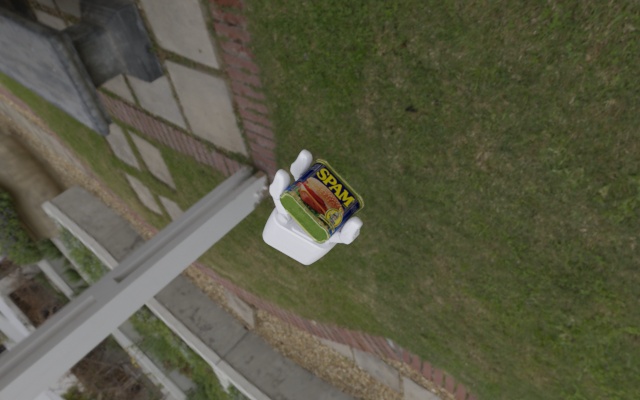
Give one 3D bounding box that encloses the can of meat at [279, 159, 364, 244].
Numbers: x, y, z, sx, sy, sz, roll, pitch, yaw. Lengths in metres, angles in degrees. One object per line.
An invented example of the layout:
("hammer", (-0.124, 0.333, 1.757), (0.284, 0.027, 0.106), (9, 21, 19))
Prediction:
("can of meat", (0.000, 0.003, 0.721), (0.084, 0.102, 0.057), (-43, -1, -29))
